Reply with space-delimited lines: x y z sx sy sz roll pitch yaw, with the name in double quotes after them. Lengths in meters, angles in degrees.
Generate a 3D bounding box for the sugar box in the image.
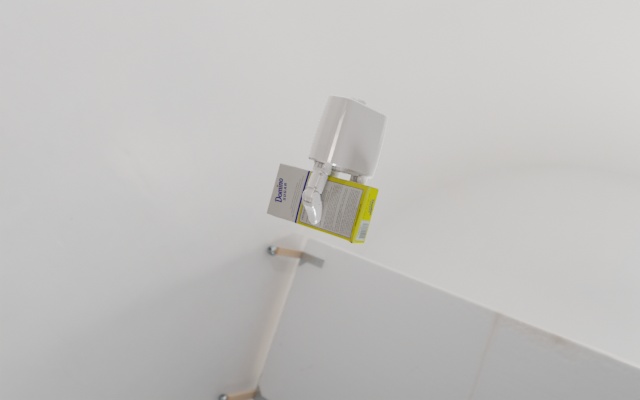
0.001 0.003 0.788 0.176 0.093 0.048 18 3 34 "sugar box"
